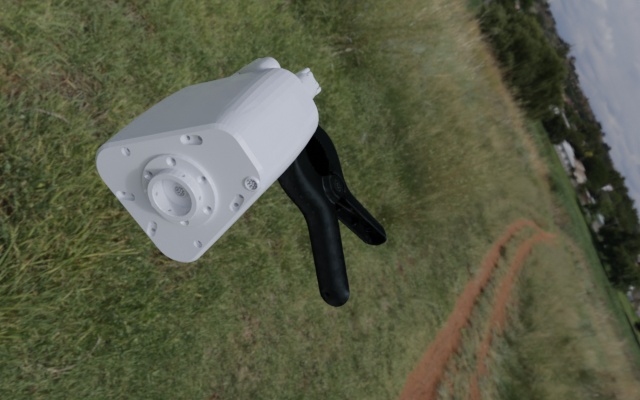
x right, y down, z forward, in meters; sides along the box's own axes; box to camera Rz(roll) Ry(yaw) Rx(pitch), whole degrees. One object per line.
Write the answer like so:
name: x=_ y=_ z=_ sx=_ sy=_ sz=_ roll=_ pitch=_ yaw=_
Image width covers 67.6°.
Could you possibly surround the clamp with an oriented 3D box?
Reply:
clamp: x=0.001 y=0.001 z=0.408 sx=0.039 sy=0.171 sz=0.120 roll=-24 pitch=20 yaw=28
